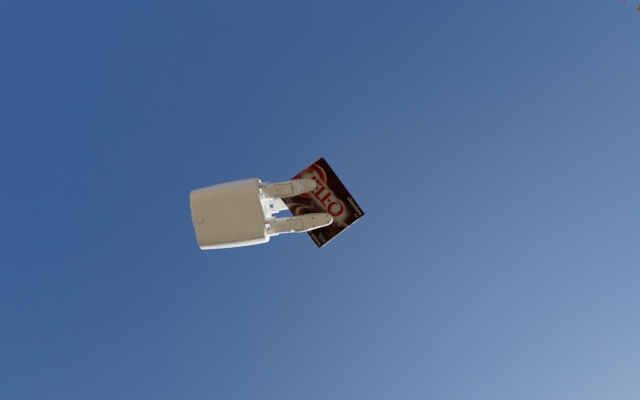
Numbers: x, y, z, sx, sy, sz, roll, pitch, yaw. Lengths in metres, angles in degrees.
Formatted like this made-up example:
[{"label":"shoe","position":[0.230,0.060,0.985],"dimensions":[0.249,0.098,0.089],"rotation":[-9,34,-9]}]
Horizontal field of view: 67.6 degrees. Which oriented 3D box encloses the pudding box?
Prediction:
[{"label":"pudding box","position":[0.000,0.002,0.741],"dimensions":[0.090,0.113,0.039],"rotation":[-37,6,2]}]
